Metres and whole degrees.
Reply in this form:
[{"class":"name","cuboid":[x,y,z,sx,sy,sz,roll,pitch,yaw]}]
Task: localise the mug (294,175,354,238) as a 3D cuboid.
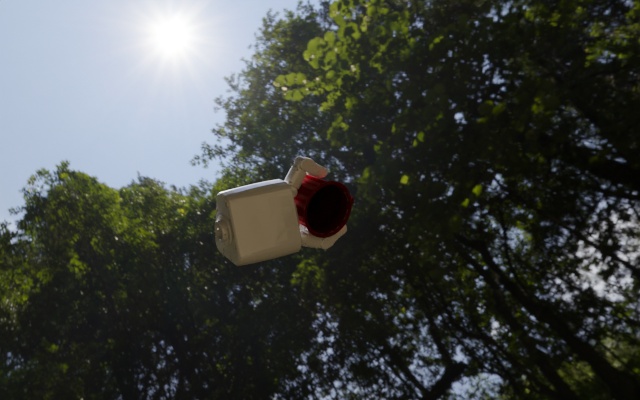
[{"class":"mug","cuboid":[0.001,0.002,0.786,0.117,0.093,0.081,-12,22,-33]}]
